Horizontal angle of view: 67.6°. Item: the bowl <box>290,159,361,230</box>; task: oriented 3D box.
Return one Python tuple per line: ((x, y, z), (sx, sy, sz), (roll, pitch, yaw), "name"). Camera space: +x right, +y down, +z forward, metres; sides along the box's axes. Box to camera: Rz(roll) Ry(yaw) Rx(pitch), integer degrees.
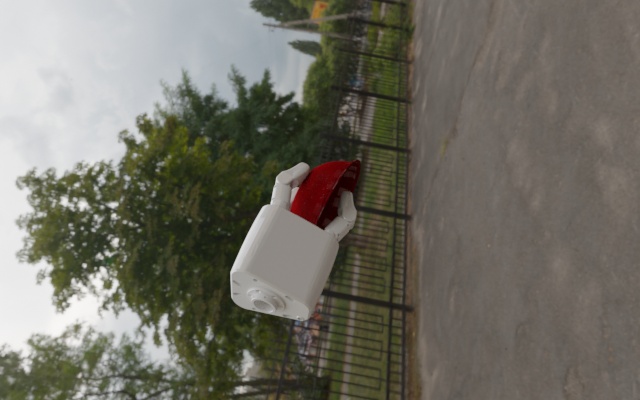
((0.000, 0.002, 0.712), (0.055, 0.162, 0.162), (27, 6, 13), "bowl")
